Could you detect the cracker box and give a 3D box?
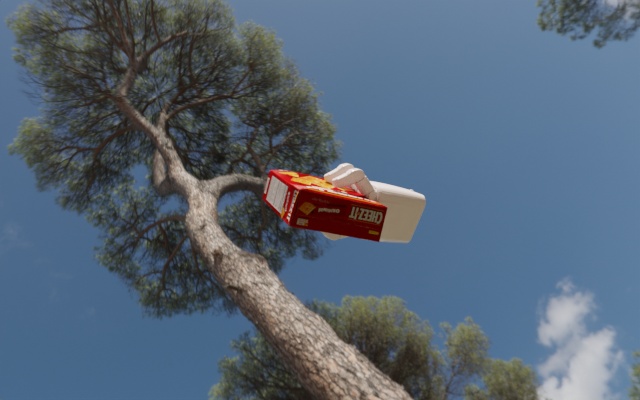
[{"bbox_3d":[0.000,0.003,0.869,0.164,0.072,0.213,11,8,-21],"label":"cracker box"}]
